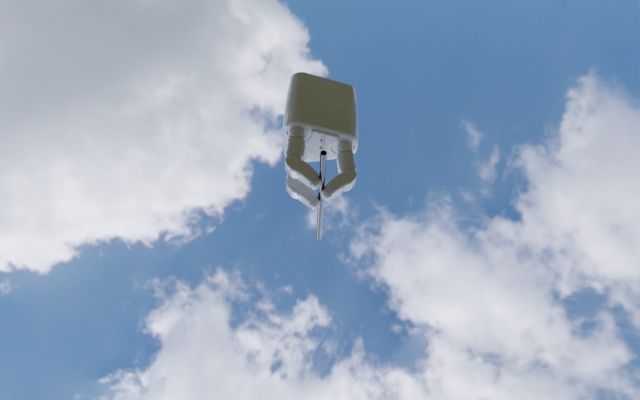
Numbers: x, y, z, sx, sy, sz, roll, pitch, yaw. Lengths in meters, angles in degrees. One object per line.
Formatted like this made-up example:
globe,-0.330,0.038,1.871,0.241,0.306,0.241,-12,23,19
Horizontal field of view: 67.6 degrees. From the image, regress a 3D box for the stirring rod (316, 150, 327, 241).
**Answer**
stirring rod,0.000,0.002,0.694,0.011,0.011,0.240,0,-31,-2
